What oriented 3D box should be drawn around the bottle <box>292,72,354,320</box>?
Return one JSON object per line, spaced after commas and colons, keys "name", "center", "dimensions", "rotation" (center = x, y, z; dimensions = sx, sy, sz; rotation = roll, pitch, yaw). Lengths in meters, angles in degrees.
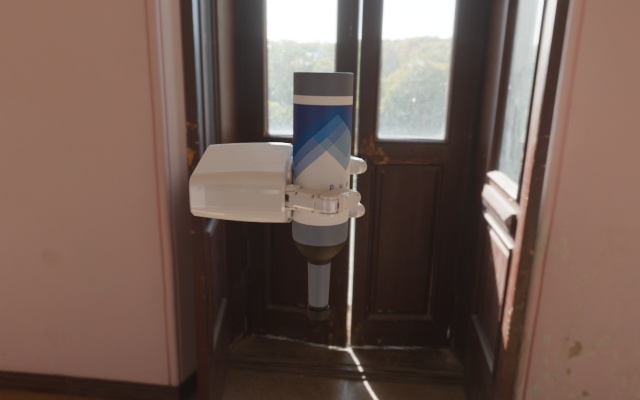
{"name": "bottle", "center": [0.000, 0.002, 0.562], "dimensions": [0.069, 0.296, 0.069], "rotation": [1, 15, 0]}
